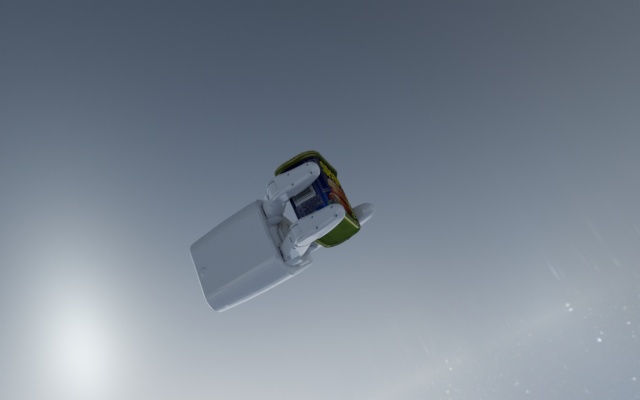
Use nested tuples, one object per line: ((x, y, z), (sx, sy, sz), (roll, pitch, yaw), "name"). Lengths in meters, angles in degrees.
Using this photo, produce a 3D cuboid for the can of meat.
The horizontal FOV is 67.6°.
((0.000, 0.002, 0.555), (0.057, 0.084, 0.102), (-29, -23, 10), "can of meat")
